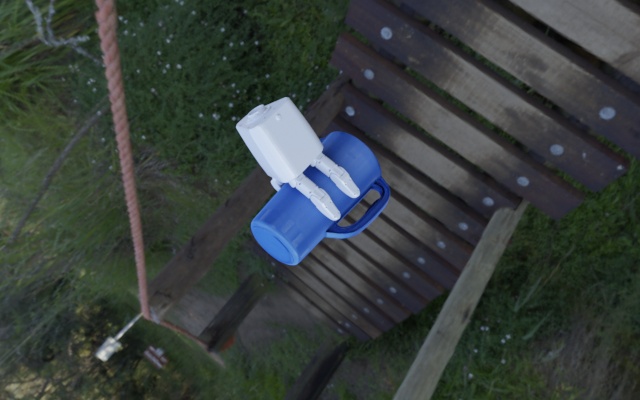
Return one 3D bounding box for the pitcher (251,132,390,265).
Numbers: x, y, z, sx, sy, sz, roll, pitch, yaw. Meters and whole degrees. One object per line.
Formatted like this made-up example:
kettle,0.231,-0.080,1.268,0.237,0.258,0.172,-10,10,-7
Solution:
pitcher,0.000,0.003,0.858,0.149,0.145,0.242,5,45,52
